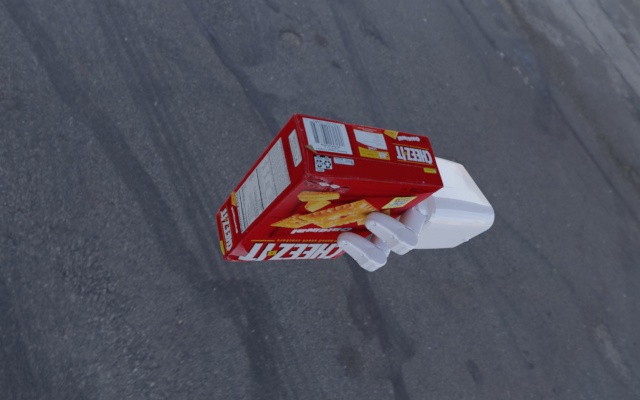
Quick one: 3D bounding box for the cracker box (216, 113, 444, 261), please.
[{"bbox_3d":[0.000,0.001,0.528,0.164,0.072,0.214,4,-28,-32],"label":"cracker box"}]
